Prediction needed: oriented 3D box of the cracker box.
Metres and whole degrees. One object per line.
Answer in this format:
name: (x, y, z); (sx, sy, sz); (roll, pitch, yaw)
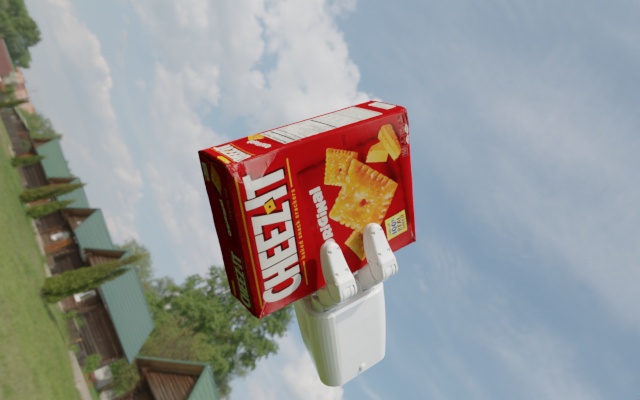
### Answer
cracker box: (0.000, 0.002, 0.500); (0.213, 0.164, 0.072); (-22, 27, -29)
